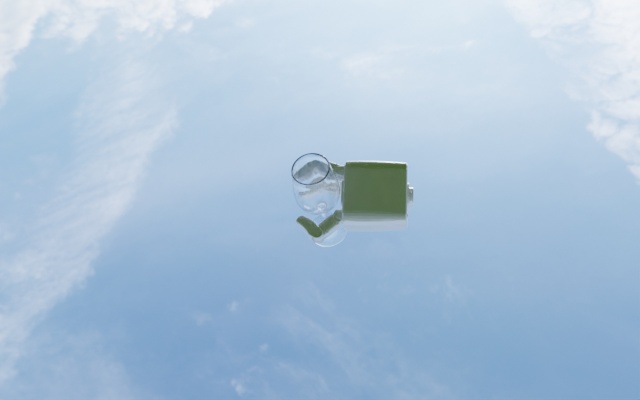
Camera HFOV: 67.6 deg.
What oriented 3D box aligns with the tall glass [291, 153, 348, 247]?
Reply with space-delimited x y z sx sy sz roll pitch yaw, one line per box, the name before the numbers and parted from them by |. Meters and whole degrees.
tall glass | 0.000 0.003 0.825 0.079 0.079 0.201 0 -32 11
